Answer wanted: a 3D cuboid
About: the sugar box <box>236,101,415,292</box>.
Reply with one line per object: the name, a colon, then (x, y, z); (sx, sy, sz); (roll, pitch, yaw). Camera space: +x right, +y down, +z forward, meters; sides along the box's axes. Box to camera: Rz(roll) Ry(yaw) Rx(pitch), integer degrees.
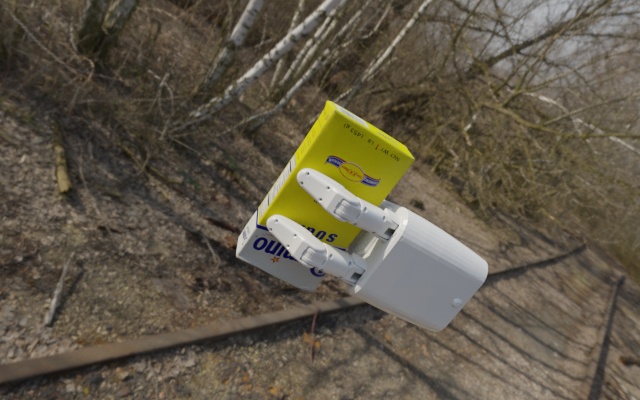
sugar box: (0.000, 0.002, 0.467); (0.093, 0.176, 0.048); (28, 18, -17)
